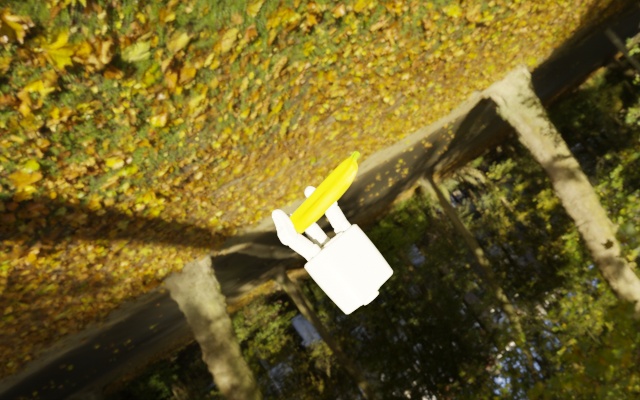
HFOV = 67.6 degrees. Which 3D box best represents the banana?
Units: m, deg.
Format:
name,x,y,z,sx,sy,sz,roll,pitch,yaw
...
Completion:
name,x,y,z,sx,sy,sz,roll,pitch,yaw
banana,-0.001,0.002,0.779,0.037,0.198,0.069,44,12,3
